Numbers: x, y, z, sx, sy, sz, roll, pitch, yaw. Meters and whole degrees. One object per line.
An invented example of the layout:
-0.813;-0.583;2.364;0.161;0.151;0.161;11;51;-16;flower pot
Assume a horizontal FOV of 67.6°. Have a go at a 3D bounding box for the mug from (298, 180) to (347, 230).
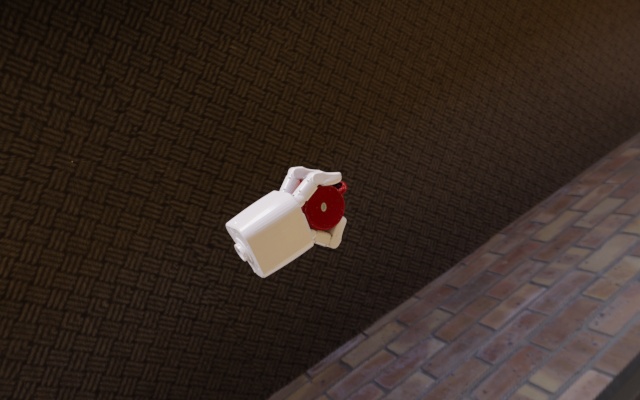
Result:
0.001;0.002;0.858;0.117;0.093;0.081;-34;18;-21;mug
